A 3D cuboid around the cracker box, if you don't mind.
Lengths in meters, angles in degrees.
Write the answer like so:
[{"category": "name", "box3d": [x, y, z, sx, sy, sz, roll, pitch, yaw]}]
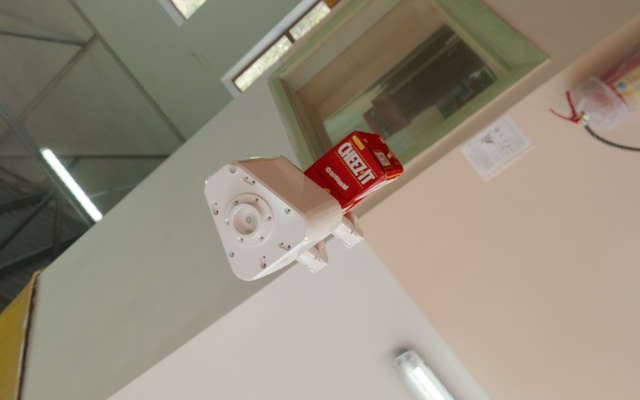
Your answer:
[{"category": "cracker box", "box3d": [0.000, 0.002, 0.632, 0.214, 0.072, 0.164, -38, -5, 17]}]
